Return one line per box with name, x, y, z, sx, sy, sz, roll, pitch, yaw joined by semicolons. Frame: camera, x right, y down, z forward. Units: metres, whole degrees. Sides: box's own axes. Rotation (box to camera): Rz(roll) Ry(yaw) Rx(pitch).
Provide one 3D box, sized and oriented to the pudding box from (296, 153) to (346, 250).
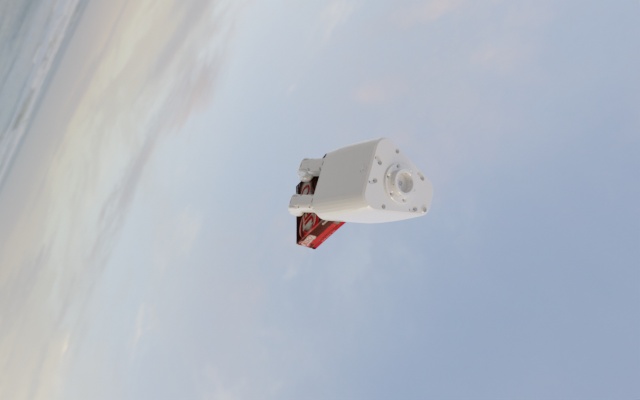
pudding box;0.000;0.002;0.703;0.039;0.113;0.090;23;-45;-26
